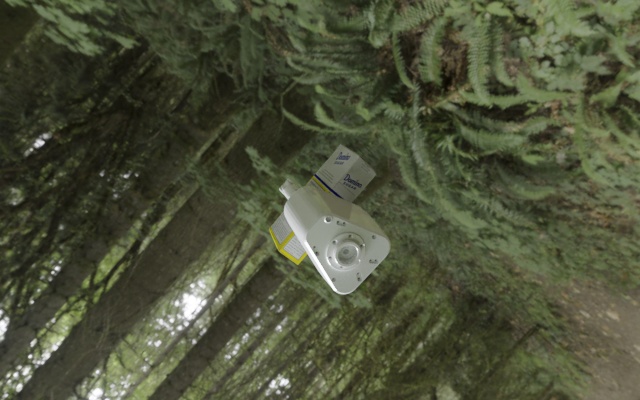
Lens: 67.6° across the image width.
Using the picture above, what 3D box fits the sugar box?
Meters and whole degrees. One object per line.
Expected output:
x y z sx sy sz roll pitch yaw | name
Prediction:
0.000 0.003 0.711 0.048 0.176 0.093 42 3 -24 | sugar box
